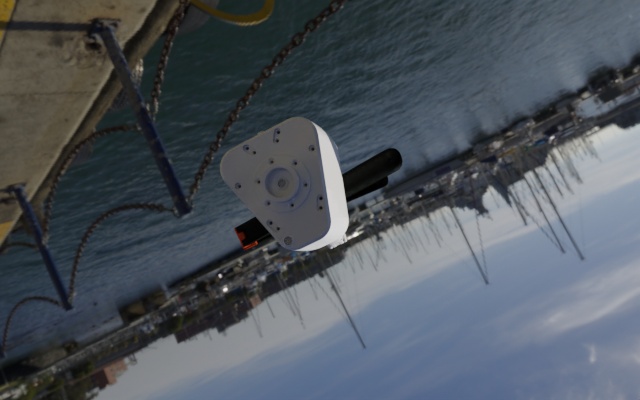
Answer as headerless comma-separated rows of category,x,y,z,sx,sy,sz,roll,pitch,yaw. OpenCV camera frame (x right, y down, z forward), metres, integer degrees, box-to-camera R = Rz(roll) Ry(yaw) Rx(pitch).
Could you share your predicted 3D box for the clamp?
clamp,0.000,0.003,0.574,0.210,0.036,0.164,-26,-7,7
